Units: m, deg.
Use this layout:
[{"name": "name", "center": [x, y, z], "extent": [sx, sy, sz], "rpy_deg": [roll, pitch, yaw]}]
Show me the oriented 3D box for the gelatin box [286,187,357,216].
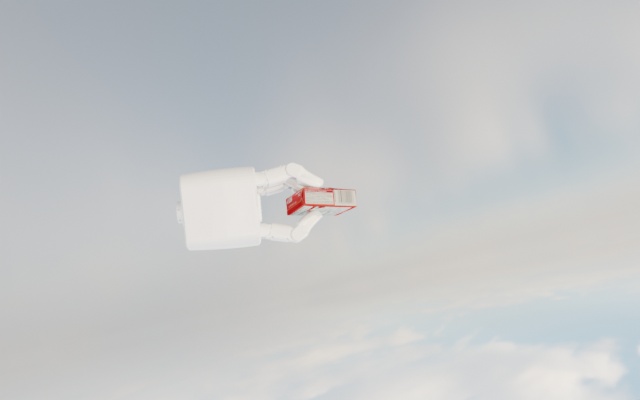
[{"name": "gelatin box", "center": [0.000, 0.003, 0.730], "extent": [0.089, 0.030, 0.073], "rpy_deg": [2, -14, -23]}]
